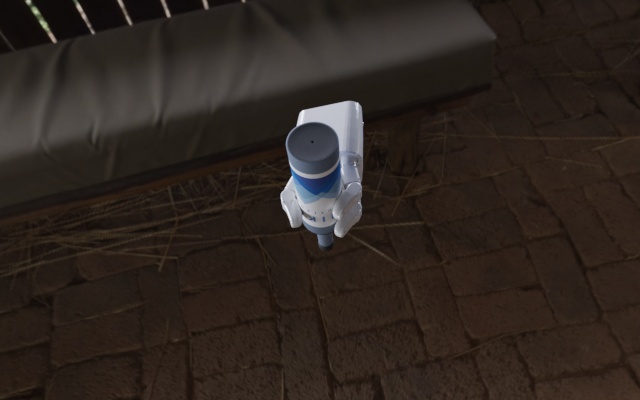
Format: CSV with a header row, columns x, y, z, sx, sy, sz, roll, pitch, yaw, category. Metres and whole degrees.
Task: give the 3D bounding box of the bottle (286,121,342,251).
x,y,z,sx,sy,sz,roll,pitch,yaw,category
0.000,0.002,0.720,0.069,0.069,0.296,0,-31,5,bottle
